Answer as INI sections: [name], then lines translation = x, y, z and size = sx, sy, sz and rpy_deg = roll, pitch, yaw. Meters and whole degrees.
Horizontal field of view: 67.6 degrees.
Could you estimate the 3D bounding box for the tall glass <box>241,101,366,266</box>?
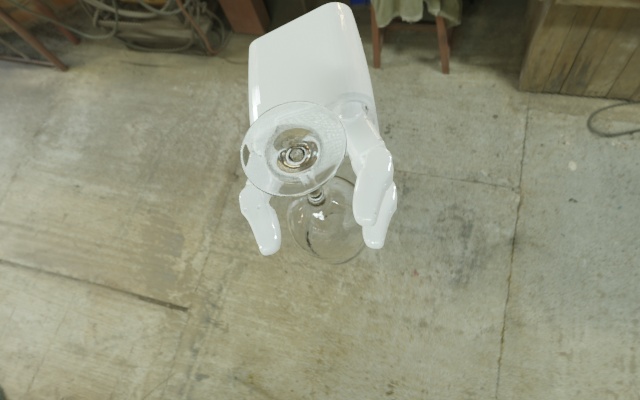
[tall glass]
translation = 0.000, 0.001, 0.413
size = 0.079, 0.079, 0.201
rpy_deg = 0, -23, 12
